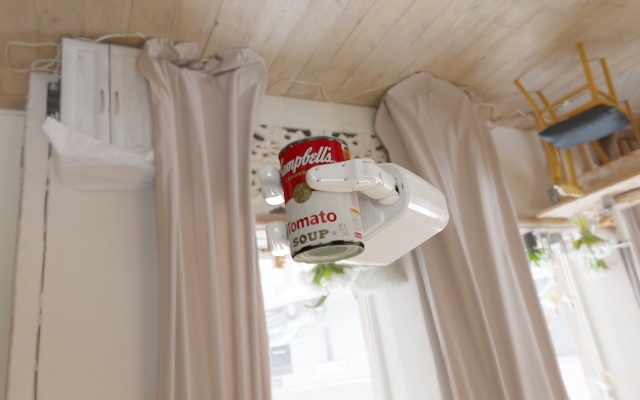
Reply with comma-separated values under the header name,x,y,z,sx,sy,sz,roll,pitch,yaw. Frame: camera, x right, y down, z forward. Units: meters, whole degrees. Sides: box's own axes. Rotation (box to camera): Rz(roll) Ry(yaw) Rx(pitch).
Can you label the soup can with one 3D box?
name,x,y,z,sx,sy,sz,roll,pitch,yaw
soup can,0.000,0.002,0.438,0.068,0.102,0.068,-7,-20,-3
